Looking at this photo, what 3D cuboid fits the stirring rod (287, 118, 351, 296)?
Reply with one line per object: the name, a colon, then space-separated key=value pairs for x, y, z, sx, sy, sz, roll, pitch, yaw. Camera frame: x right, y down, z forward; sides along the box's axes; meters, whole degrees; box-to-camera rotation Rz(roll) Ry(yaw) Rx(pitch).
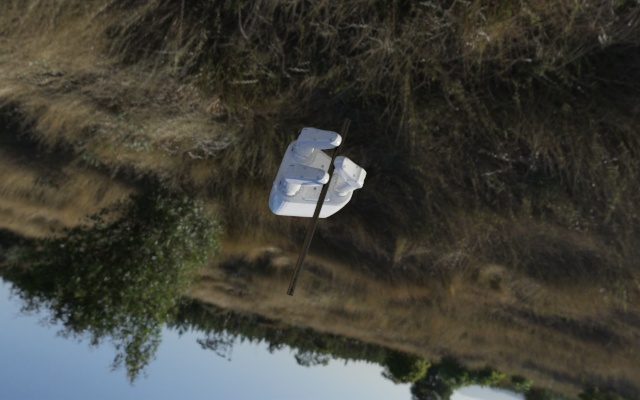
stirring rod: x=0.000 y=0.002 z=0.596 sx=0.011 sy=0.239 sz=0.011 roll=17 pitch=-18 yaw=5
